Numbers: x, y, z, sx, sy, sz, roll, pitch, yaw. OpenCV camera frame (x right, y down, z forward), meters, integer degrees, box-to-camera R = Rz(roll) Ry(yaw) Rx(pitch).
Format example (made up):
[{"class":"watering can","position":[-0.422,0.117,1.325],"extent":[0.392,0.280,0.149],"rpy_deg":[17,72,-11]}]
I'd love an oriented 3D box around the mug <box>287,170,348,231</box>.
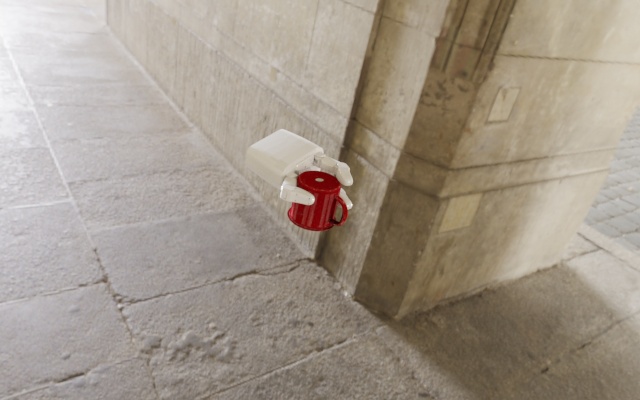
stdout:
[{"class":"mug","position":[0.001,0.003,0.869],"extent":[0.117,0.081,0.093],"rpy_deg":[31,34,29]}]
